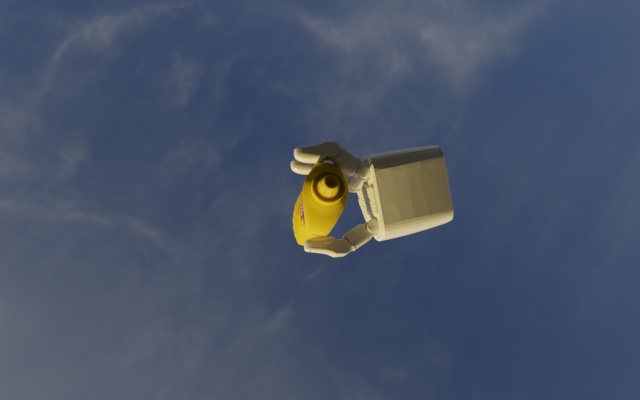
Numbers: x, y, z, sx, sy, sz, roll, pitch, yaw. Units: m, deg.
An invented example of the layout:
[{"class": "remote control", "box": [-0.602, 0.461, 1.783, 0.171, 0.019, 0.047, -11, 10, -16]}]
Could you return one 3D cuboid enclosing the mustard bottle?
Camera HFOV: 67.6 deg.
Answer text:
[{"class": "mustard bottle", "box": [0.000, 0.002, 0.642, 0.058, 0.096, 0.192, 12, -15, -5]}]
